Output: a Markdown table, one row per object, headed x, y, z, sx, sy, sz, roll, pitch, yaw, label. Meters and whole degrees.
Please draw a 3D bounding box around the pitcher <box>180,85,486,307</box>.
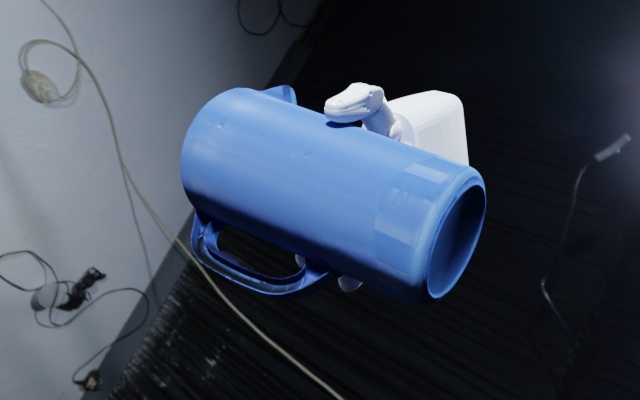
| x | y | z | sx | sy | sz | roll | pitch | yaw | label |
| --- | --- | --- | --- | --- | --- | --- | --- | --- | --- |
| 0.000 | 0.001 | 0.405 | 0.242 | 0.149 | 0.145 | 23 | 33 | 34 | pitcher |
